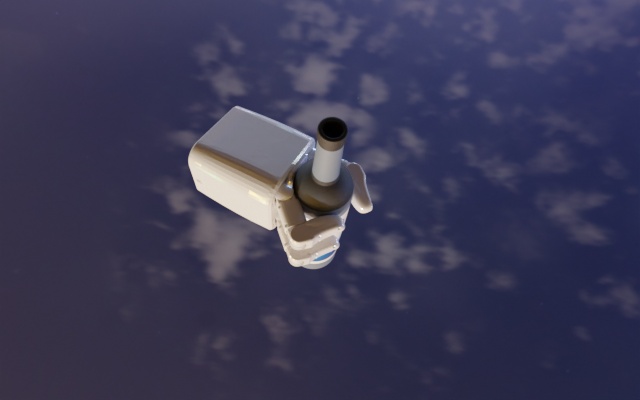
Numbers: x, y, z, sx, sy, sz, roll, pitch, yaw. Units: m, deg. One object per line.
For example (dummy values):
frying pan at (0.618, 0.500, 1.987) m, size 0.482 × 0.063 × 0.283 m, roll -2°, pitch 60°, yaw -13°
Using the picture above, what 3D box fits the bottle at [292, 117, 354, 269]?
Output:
bottle at (0.000, 0.002, 0.548) m, size 0.069 × 0.069 × 0.296 m, roll 0°, pitch -26°, yaw -5°
